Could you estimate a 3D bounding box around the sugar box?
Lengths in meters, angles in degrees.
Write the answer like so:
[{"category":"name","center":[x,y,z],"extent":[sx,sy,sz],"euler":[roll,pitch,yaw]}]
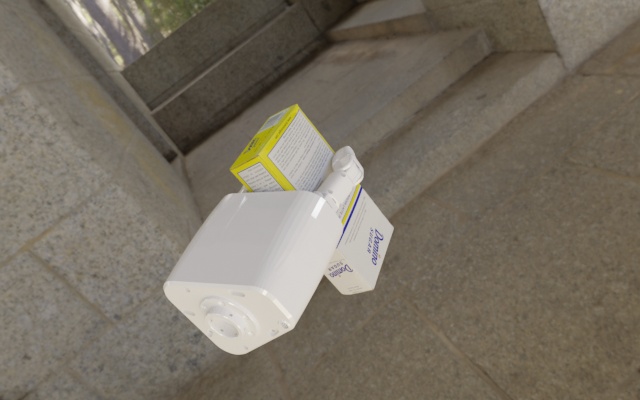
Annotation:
[{"category":"sugar box","center":[0.000,0.002,0.469],"extent":[0.048,0.176,0.093],"euler":[-19,30,37]}]
